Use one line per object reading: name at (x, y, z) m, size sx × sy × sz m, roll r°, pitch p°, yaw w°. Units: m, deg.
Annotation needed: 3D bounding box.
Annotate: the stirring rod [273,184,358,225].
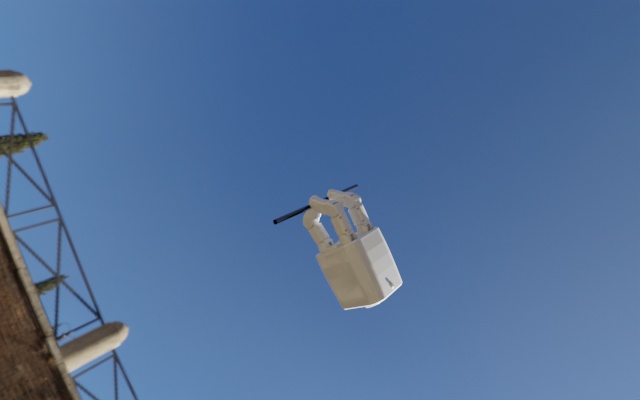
stirring rod at (0.000, 0.003, 0.807) m, size 0.011 × 0.011 × 0.239 m, roll 0°, pitch 14°, yaw 36°
